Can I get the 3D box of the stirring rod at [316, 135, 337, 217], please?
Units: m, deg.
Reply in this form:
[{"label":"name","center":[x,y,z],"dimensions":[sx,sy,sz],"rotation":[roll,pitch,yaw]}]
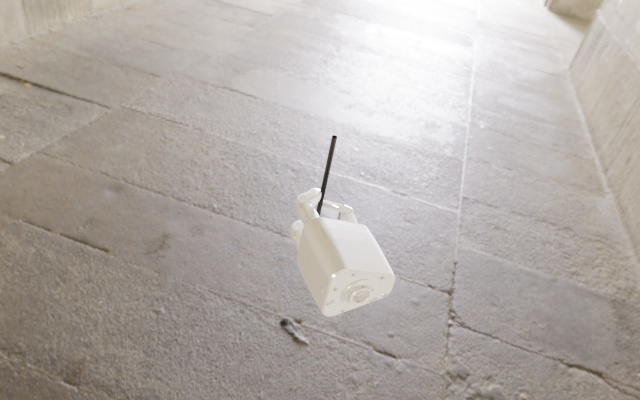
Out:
[{"label":"stirring rod","center":[0.000,0.003,0.767],"dimensions":[0.011,0.240,0.011],"rotation":[8,36,-6]}]
